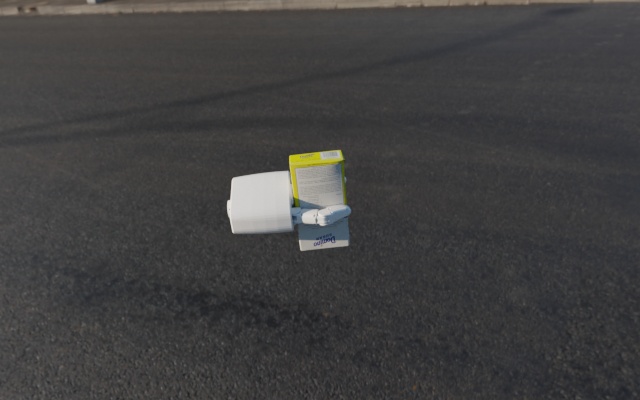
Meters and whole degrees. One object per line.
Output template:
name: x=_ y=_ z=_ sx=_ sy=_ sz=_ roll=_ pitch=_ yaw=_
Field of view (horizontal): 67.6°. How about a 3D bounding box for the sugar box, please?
sugar box: x=0.000 y=0.002 z=0.849 sx=0.093 sy=0.176 sz=0.048 roll=-6 pitch=31 yaw=-2
